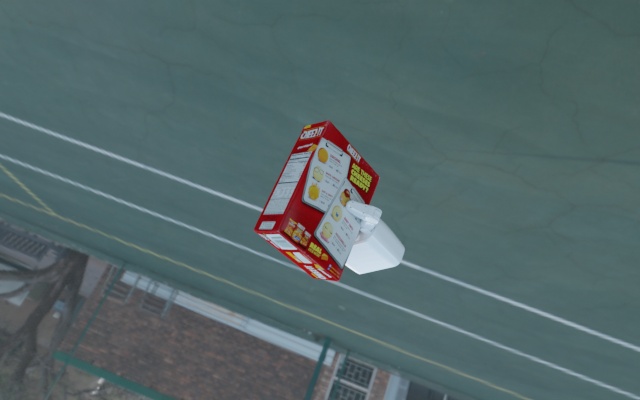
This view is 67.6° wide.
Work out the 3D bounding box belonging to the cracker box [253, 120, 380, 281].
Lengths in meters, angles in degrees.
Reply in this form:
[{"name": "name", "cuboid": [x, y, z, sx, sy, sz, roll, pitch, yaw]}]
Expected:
[{"name": "cracker box", "cuboid": [0.000, 0.003, 0.800, 0.072, 0.213, 0.164, -2, -35, 43]}]
